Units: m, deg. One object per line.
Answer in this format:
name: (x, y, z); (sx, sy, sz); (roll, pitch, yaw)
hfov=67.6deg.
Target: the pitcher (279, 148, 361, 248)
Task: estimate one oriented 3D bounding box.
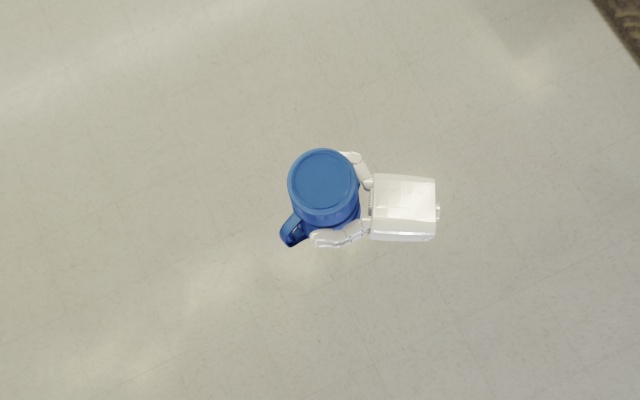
pitcher: (0.000, 0.003, 0.832); (0.145, 0.149, 0.243); (3, -12, 4)
